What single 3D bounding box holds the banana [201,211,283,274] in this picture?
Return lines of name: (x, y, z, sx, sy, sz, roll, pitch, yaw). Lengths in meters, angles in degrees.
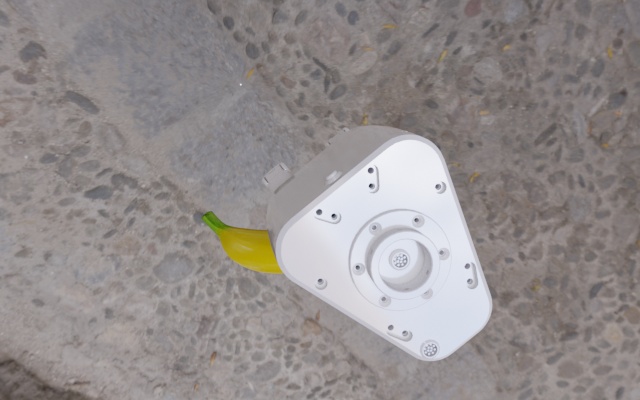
banana: (0.001, 0.020, 0.406, 0.198, 0.069, 0.037, -14, 5, -2)
